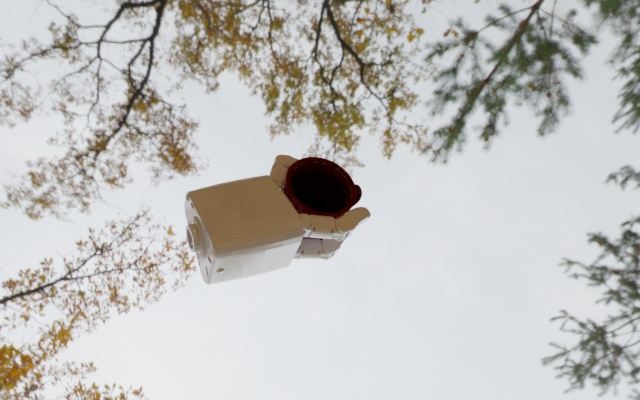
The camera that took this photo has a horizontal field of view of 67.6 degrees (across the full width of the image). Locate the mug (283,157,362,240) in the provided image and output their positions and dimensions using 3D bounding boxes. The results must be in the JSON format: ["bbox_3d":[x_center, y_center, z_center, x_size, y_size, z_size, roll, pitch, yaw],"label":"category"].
[{"bbox_3d":[0.001,0.002,0.631,0.117,0.093,0.081,-10,-30,-28],"label":"mug"}]
